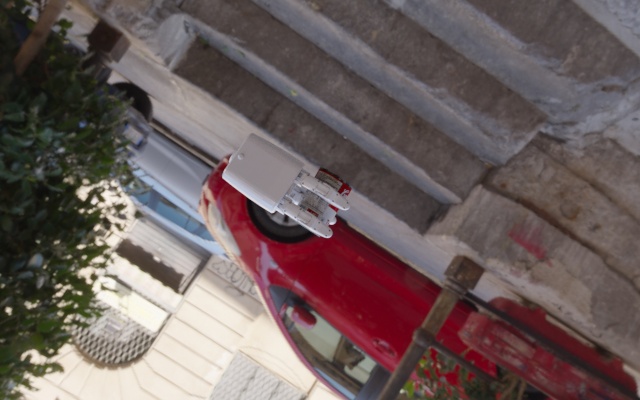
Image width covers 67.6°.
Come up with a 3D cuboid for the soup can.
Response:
[{"bbox_3d":[0.000,0.003,0.825,0.068,0.102,0.068,33,-5,3],"label":"soup can"}]
